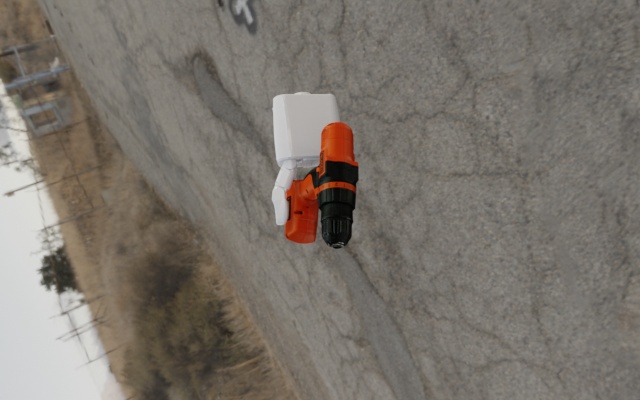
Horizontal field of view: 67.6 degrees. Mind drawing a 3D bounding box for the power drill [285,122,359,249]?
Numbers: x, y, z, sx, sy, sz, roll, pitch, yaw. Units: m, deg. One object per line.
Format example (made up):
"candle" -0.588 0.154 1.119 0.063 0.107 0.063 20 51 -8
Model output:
"power drill" 0.000 0.002 0.710 0.057 0.184 0.188 12 -26 -19
